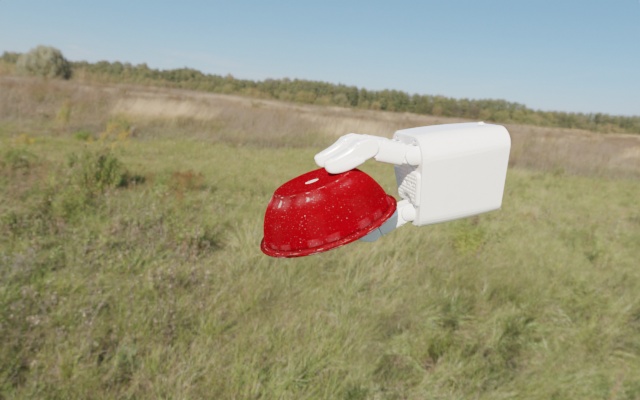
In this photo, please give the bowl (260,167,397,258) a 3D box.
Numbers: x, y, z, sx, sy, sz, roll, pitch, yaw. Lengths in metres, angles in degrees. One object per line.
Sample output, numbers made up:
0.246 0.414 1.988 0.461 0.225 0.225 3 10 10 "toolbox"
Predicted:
-0.001 0.002 0.530 0.162 0.055 0.162 -18 16 5 "bowl"
